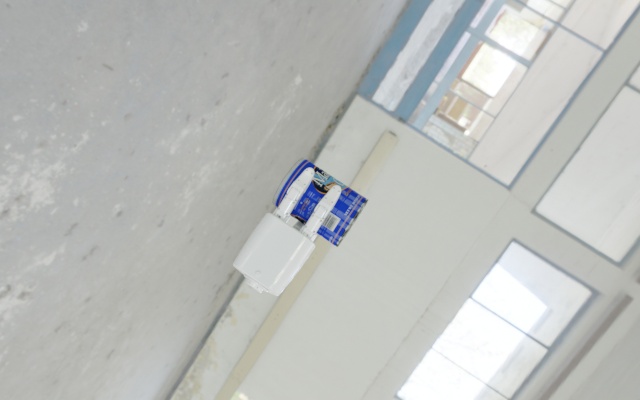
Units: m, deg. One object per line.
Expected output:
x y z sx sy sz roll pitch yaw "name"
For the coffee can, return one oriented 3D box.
0.000 0.003 0.857 0.140 0.103 0.103 33 4 6 "coffee can"
